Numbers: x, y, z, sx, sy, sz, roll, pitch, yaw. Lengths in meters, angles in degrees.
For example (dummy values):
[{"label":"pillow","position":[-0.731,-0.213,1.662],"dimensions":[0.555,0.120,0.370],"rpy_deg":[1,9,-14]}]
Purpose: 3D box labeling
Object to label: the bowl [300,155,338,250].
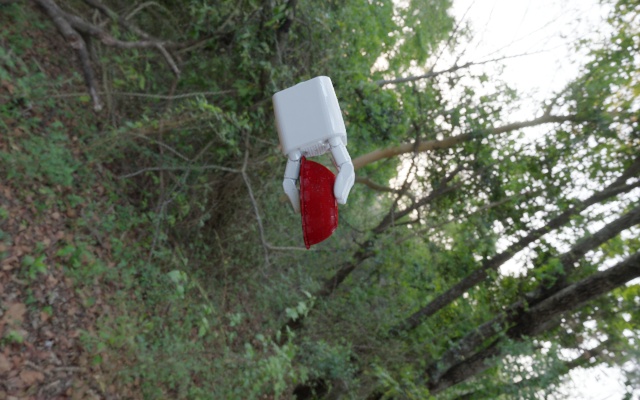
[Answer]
[{"label":"bowl","position":[0.001,0.004,0.816],"dimensions":[0.055,0.162,0.162],"rpy_deg":[-2,0,4]}]
